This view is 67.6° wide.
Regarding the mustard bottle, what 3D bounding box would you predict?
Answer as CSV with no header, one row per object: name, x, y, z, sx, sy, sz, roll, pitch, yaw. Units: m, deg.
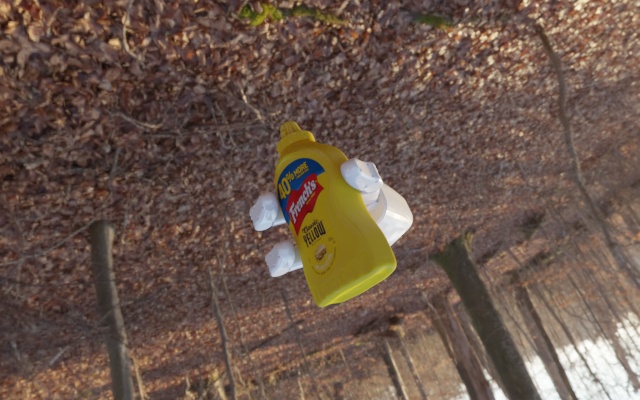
mustard bottle,0.000,0.002,0.481,0.058,0.191,0.096,-4,-27,-40
